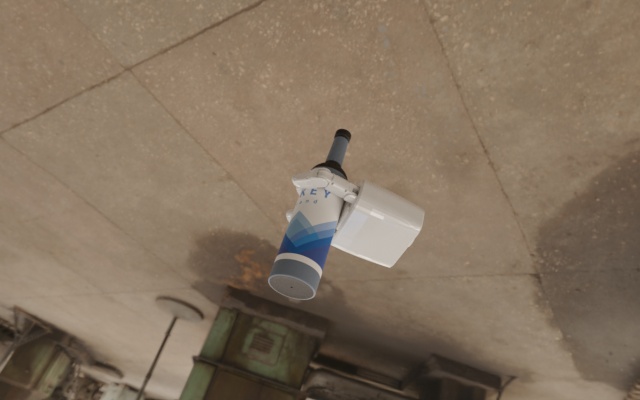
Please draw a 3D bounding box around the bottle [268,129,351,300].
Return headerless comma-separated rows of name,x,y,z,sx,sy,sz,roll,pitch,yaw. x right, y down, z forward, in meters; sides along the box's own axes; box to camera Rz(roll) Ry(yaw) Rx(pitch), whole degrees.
bottle,0.000,0.003,0.719,0.069,0.295,0.069,12,-36,9
